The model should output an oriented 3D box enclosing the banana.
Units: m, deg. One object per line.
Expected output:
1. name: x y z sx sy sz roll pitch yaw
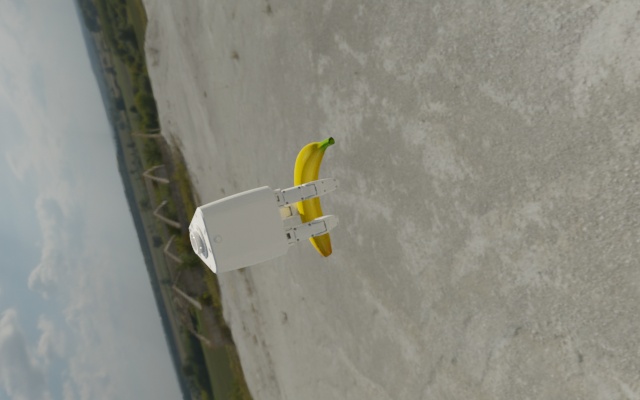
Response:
1. banana: -0.011 -0.007 0.741 0.037 0.198 0.069 -19 30 -34
